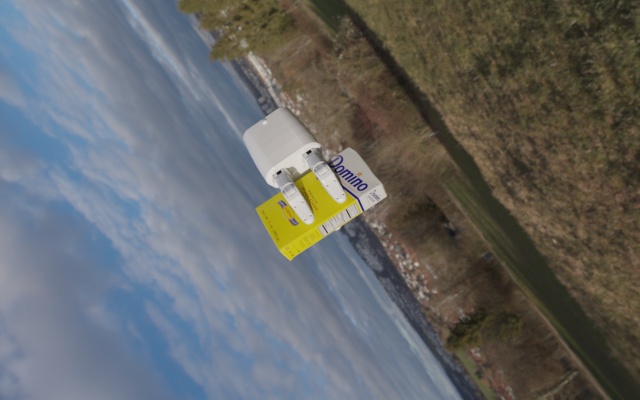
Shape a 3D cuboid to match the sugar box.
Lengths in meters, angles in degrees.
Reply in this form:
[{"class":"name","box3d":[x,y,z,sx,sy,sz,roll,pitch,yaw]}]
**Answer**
[{"class":"sugar box","box3d":[0.000,0.002,0.714,0.176,0.093,0.048,-35,-35,0]}]
